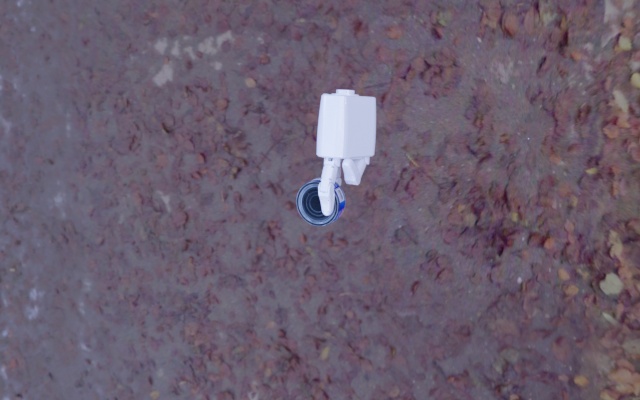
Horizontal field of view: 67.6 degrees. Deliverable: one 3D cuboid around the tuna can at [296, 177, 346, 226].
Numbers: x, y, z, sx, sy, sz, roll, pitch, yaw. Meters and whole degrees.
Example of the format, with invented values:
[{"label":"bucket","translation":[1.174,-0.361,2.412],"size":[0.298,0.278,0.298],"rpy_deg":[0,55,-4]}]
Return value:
[{"label":"tuna can","translation":[0.000,0.003,0.862],"size":[0.086,0.086,0.033],"rpy_deg":[0,12,24]}]
